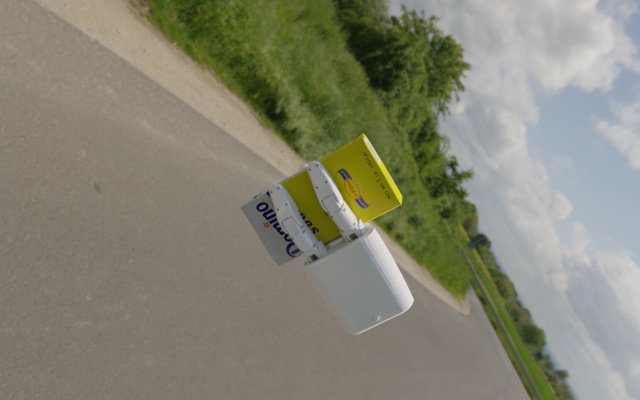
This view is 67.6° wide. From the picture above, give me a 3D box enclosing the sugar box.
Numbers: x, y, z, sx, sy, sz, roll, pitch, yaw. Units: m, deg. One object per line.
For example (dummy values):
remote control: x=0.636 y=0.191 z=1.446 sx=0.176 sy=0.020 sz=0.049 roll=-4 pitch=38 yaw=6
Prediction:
sugar box: x=0.000 y=0.002 z=0.585 sx=0.176 sy=0.093 sz=0.048 roll=-30 pitch=9 yaw=15
